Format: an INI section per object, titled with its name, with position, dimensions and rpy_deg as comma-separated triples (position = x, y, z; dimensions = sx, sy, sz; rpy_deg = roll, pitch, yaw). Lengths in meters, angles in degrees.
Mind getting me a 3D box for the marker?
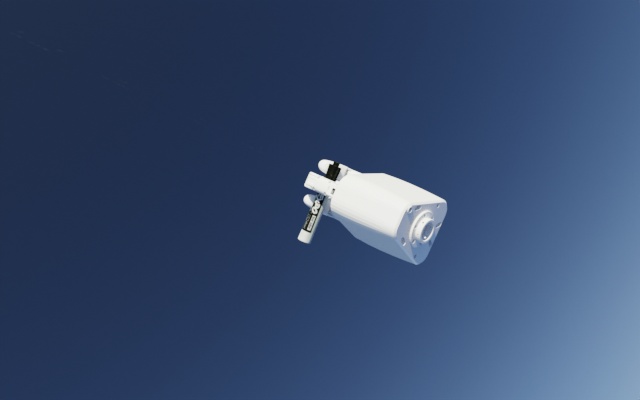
[marker]
position = 0.000, 0.002, 0.671
dimensions = 0.020, 0.121, 0.020
rpy_deg = 23, 3, -1
